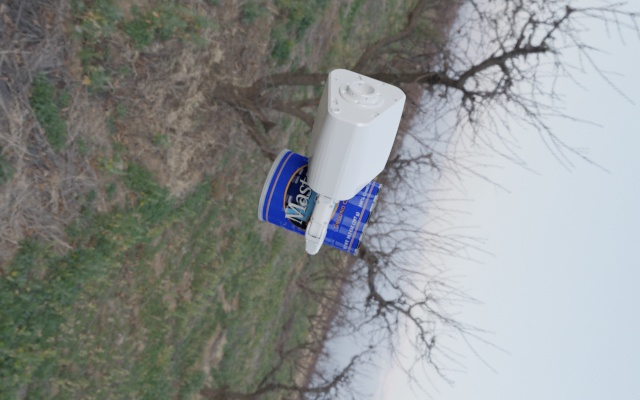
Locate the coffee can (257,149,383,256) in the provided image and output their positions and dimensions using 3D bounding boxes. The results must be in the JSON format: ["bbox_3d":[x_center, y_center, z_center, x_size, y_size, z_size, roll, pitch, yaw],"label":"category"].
[{"bbox_3d":[0.000,0.002,0.641,0.140,0.103,0.103,21,2,6],"label":"coffee can"}]
